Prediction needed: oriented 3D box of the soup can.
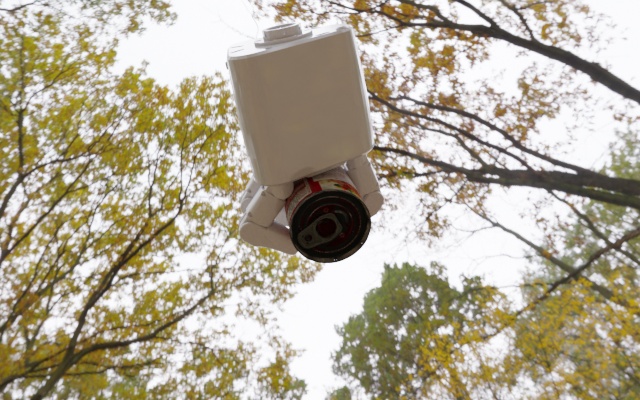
[{"bbox_3d":[0.000,0.002,0.432,0.068,0.068,0.102,0,25,-11],"label":"soup can"}]
